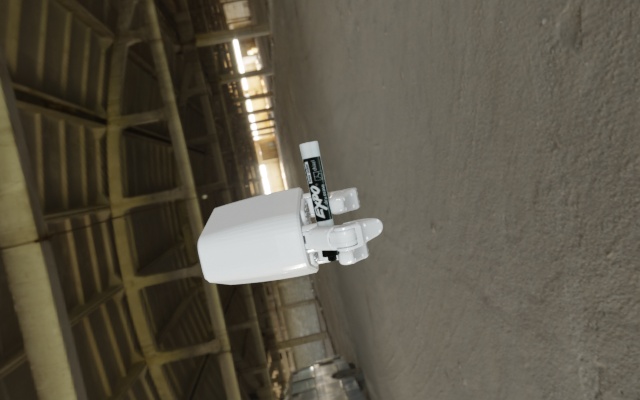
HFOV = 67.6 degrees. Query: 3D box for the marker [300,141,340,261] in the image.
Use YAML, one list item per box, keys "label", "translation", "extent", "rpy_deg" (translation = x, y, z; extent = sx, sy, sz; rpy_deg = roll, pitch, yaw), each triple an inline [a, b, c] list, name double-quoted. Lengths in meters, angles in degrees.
- label: "marker"
  translation: [0.000, 0.002, 0.479]
  extent: [0.020, 0.121, 0.020]
  rpy_deg: [-12, 4, 1]
